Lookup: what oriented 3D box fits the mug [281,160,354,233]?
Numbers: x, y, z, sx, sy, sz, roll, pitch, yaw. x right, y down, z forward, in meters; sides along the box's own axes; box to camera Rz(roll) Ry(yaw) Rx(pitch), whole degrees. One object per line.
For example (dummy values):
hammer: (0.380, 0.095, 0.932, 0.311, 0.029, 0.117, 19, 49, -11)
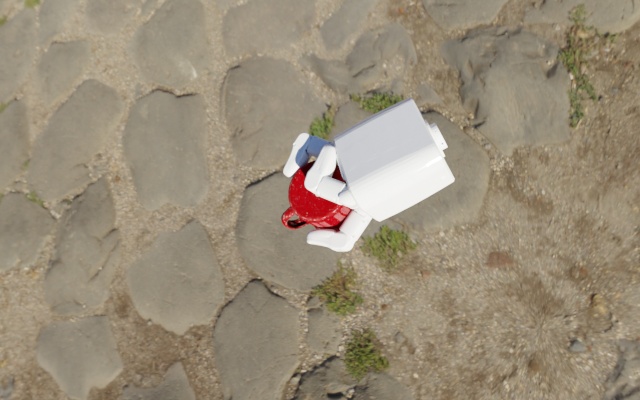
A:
mug: (-0.001, 0.003, 0.623, 0.117, 0.093, 0.081, -29, -24, 15)
